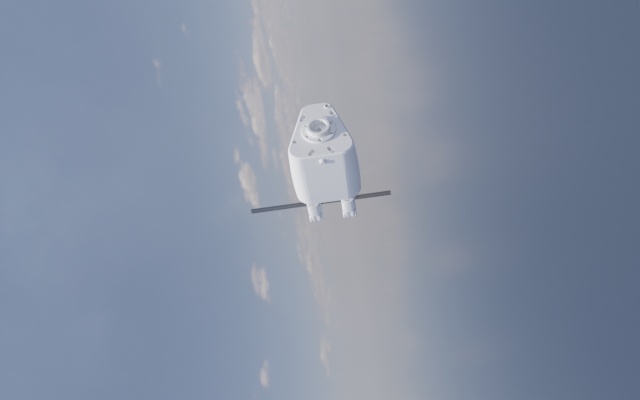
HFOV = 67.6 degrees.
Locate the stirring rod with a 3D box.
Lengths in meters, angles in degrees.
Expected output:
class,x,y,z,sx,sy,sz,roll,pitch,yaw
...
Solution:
class,x,y,z,sx,sy,sz,roll,pitch,yaw
stirring rod,0.000,0.003,0.817,0.239,0.011,0.011,-8,-1,3
